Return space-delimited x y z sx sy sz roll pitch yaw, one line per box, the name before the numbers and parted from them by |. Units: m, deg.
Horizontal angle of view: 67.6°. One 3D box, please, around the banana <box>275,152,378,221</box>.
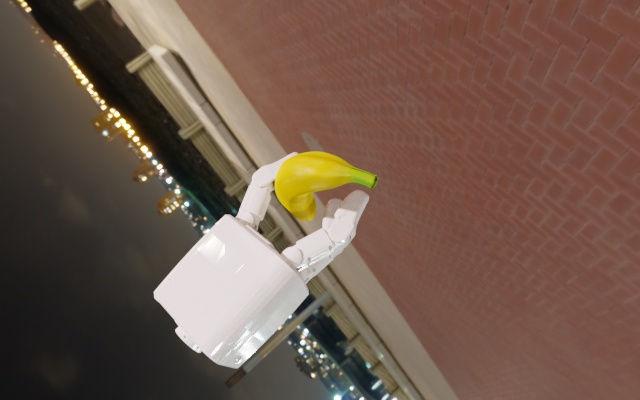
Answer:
banana | -0.013 -0.011 0.464 0.069 0.037 0.198 39 -16 -7
